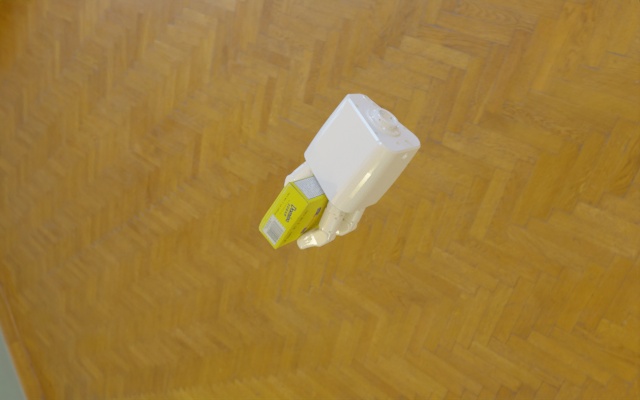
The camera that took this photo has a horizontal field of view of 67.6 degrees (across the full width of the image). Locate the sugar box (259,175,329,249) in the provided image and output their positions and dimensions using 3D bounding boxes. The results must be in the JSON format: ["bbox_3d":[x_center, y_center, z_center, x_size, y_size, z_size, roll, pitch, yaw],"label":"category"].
[{"bbox_3d":[0.000,0.003,0.674,0.176,0.048,0.093,-18,-28,-51],"label":"sugar box"}]
